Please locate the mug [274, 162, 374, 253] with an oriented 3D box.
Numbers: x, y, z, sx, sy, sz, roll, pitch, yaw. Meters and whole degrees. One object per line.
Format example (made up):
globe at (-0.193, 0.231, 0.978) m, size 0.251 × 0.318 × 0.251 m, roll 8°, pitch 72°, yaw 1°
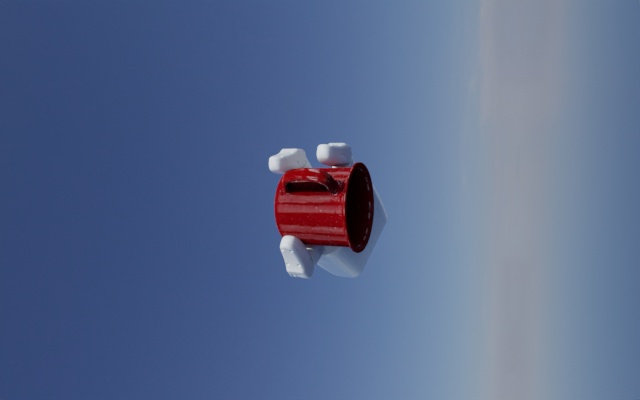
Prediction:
mug at (-0.001, 0.001, 0.492) m, size 0.081 × 0.093 × 0.117 m, roll 1°, pitch -24°, yaw 23°
